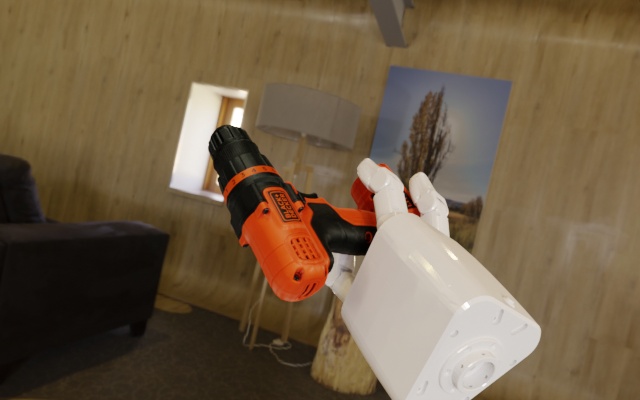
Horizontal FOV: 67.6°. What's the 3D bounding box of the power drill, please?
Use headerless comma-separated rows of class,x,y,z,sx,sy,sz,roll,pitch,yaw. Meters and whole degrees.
power drill,0.001,0.002,0.447,0.187,0.184,0.057,-2,-40,-39
